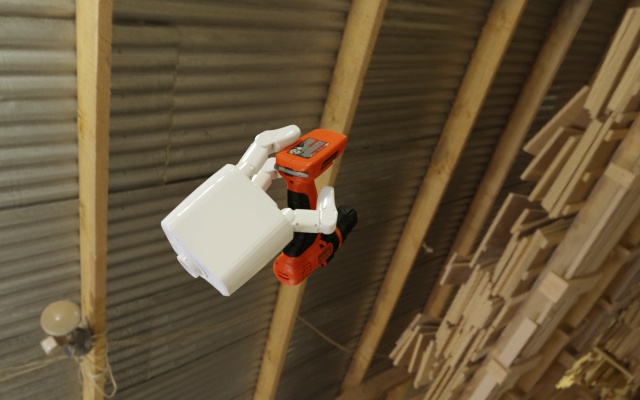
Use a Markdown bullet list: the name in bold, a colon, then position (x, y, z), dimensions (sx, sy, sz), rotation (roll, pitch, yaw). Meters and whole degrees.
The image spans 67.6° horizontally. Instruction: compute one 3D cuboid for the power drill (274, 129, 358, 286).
- **power drill**: position (0.000, 0.002, 0.659), dimensions (0.057, 0.188, 0.184), rotation (16, 35, 27)
